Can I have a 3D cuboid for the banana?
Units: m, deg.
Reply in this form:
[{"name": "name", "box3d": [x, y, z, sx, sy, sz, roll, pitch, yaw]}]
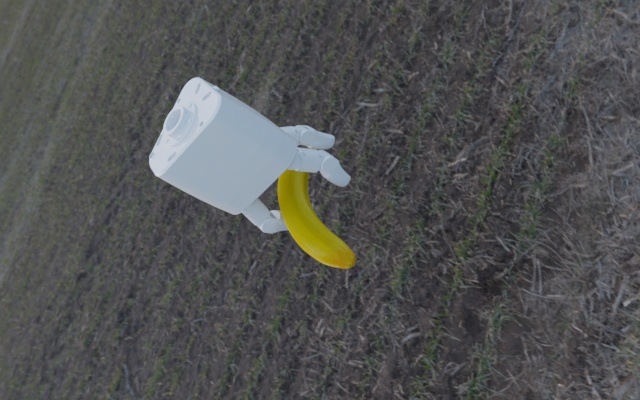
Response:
[{"name": "banana", "box3d": [-0.015, 0.010, 0.566, 0.070, 0.197, 0.037, -36, -43, 21]}]
